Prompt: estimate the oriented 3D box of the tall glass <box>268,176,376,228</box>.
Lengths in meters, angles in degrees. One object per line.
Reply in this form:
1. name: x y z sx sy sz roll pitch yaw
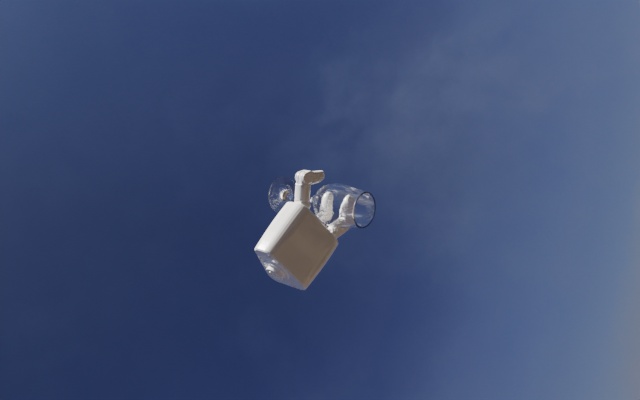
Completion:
1. tall glass: 0.000 0.003 0.858 0.201 0.079 0.079 10 6 41
